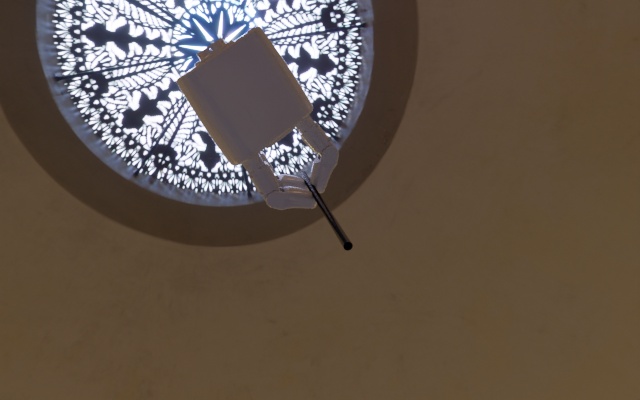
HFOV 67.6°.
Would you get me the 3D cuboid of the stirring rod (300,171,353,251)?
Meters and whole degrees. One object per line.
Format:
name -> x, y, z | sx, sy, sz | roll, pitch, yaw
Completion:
stirring rod -> 0.000, 0.002, 0.512 | 0.011, 0.011, 0.239 | 0, 18, -12
